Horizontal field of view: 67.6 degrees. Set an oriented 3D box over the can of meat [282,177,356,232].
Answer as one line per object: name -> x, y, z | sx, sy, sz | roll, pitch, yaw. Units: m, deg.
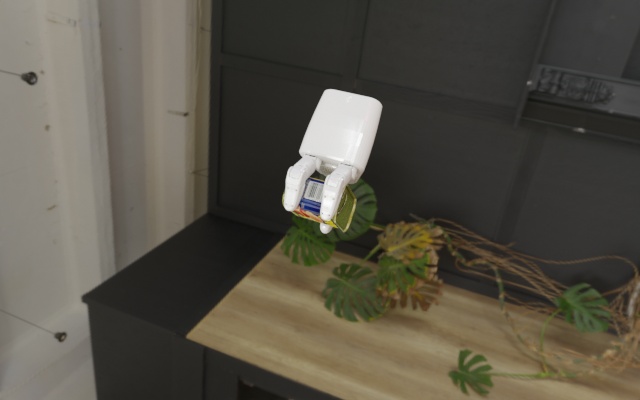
can of meat -> 0.000, 0.002, 0.707 | 0.084, 0.057, 0.102 | 16, -10, 17
